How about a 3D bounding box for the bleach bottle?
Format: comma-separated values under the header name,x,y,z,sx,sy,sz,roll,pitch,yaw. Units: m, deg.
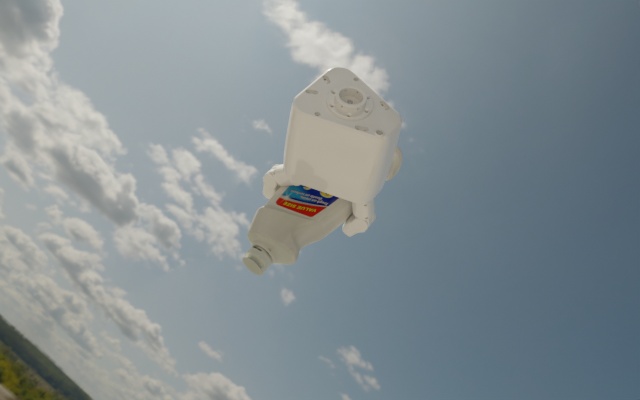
name,x,y,z,sx,sy,sz,roll,pitch,yaw
bleach bottle,0.000,0.002,0.609,0.102,0.250,0.068,33,-34,15
